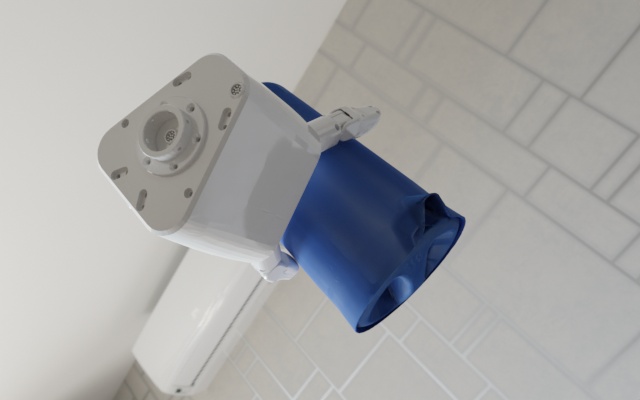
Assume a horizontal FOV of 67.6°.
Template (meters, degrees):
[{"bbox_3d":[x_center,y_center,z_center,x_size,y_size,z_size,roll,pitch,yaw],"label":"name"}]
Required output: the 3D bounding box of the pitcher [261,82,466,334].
[{"bbox_3d":[0.000,0.001,0.459,0.242,0.149,0.145,43,8,25],"label":"pitcher"}]
